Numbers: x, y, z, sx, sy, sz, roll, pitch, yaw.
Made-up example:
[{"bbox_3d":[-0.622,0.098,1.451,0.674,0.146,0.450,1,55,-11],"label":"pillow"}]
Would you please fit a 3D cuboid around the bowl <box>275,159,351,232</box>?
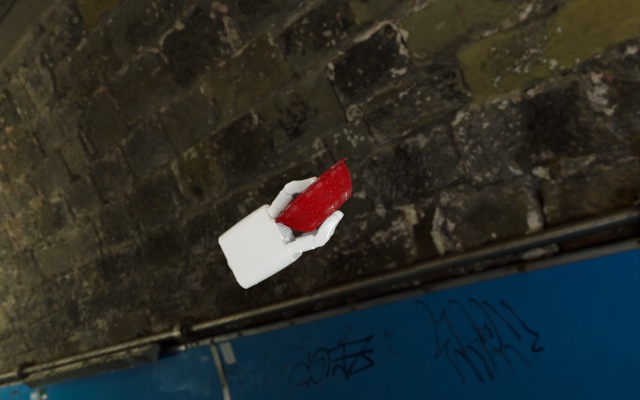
[{"bbox_3d":[0.001,0.002,0.807,0.162,0.055,0.162,-43,-3,-3],"label":"bowl"}]
